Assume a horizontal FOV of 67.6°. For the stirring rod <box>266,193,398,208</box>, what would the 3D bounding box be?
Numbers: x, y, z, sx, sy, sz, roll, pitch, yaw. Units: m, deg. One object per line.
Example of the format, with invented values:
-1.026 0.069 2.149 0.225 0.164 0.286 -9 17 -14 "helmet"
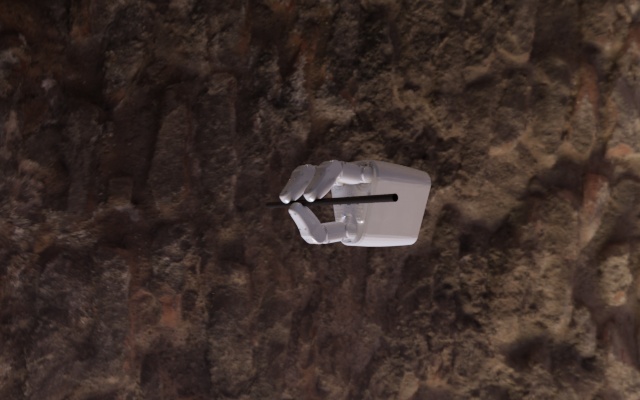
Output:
0.000 0.002 0.546 0.011 0.011 0.239 0 -2 -36 "stirring rod"
